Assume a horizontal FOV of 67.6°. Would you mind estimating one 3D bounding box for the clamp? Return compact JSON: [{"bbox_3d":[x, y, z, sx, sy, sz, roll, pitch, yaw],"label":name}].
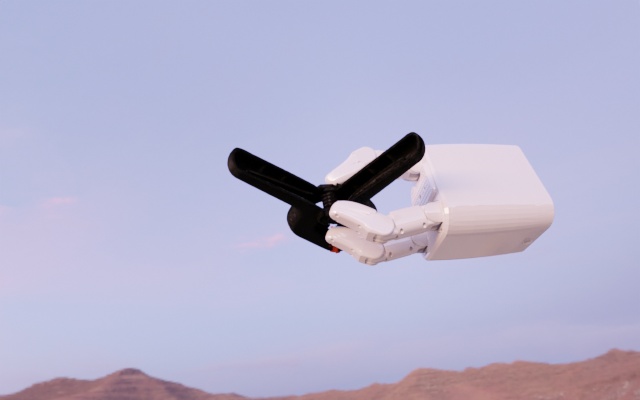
[{"bbox_3d":[0.000,0.001,0.473,0.164,0.036,0.210,-1,-28,-4],"label":"clamp"}]
